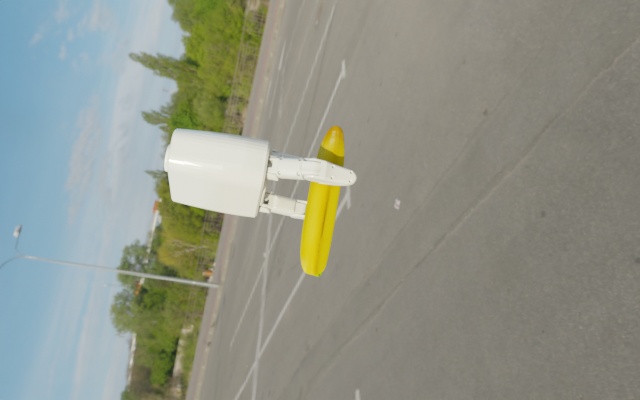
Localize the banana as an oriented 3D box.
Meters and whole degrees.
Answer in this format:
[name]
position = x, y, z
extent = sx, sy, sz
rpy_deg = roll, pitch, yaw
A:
[banana]
position = 0.000, 0.010, 0.574
extent = 0.037, 0.198, 0.069
rpy_deg = 8, 13, -4
